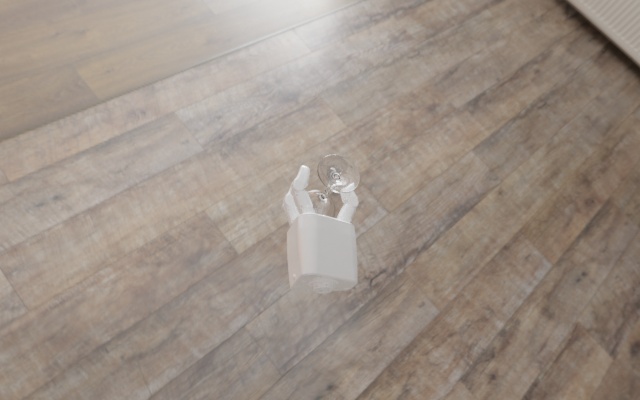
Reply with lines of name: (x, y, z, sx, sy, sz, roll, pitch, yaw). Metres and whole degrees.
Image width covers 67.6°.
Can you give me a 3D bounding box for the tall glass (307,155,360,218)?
tall glass: (0.000, 0.002, 0.866, 0.079, 0.079, 0.201, 0, -28, -20)
